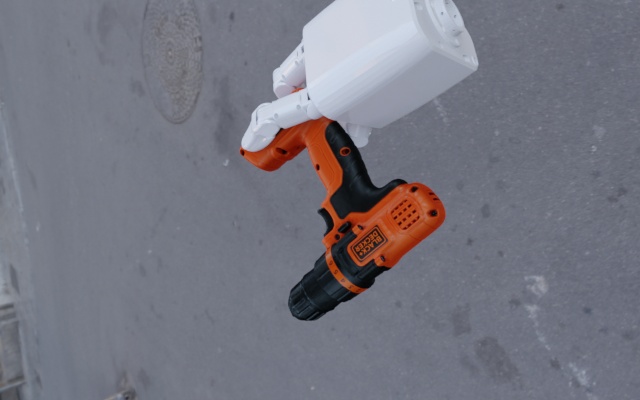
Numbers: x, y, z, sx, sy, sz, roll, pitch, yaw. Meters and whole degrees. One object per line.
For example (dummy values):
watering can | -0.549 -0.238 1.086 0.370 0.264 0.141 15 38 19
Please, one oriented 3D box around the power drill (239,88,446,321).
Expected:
power drill | 0.000 0.001 0.463 0.184 0.187 0.057 -42 -18 22
